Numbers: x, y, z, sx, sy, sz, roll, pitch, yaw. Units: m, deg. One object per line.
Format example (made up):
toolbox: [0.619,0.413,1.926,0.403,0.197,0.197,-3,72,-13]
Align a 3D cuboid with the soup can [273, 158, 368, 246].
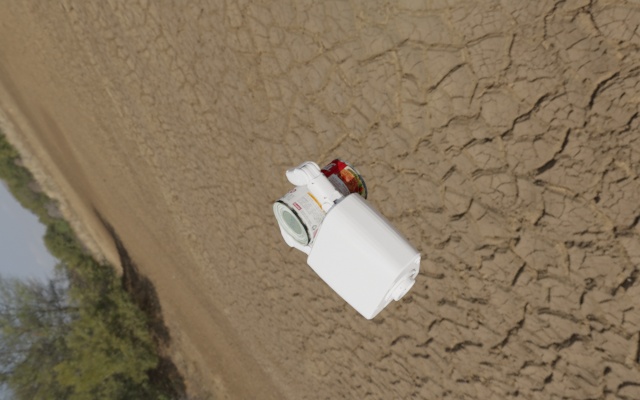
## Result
soup can: [0.000,0.002,0.602,0.102,0.068,0.068,-37,17,-24]
